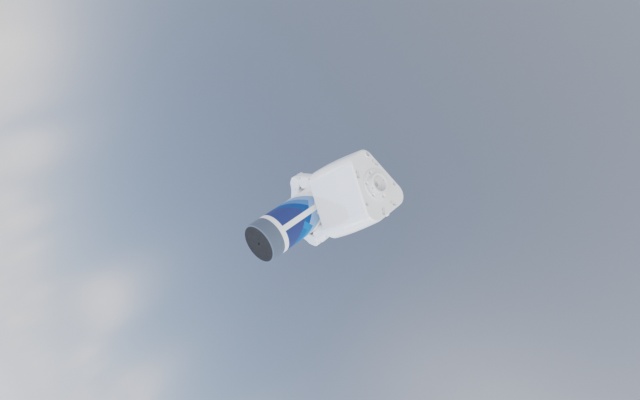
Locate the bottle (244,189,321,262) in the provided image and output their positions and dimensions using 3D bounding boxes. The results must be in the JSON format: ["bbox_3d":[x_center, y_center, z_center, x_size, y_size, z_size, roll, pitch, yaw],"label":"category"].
[{"bbox_3d":[0.000,0.003,0.826,0.069,0.069,0.295,0,26,46],"label":"bottle"}]
